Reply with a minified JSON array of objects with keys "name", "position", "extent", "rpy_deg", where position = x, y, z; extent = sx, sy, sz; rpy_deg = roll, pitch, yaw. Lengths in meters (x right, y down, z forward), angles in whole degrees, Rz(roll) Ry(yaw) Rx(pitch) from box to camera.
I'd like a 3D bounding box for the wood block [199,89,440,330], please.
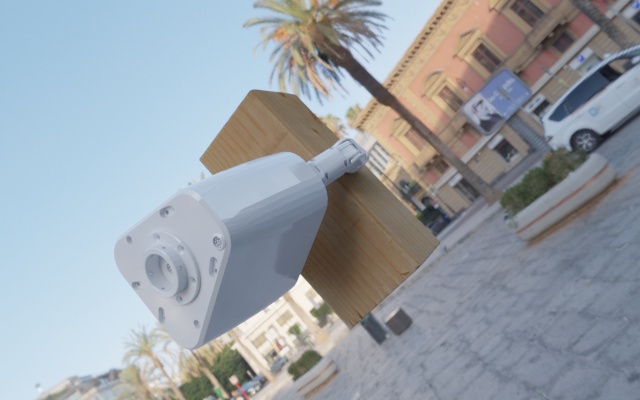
[{"name":"wood block","position":[0.000,0.001,0.445],"extent":[0.091,0.206,0.090],"rpy_deg":[-47,-12,22]}]
